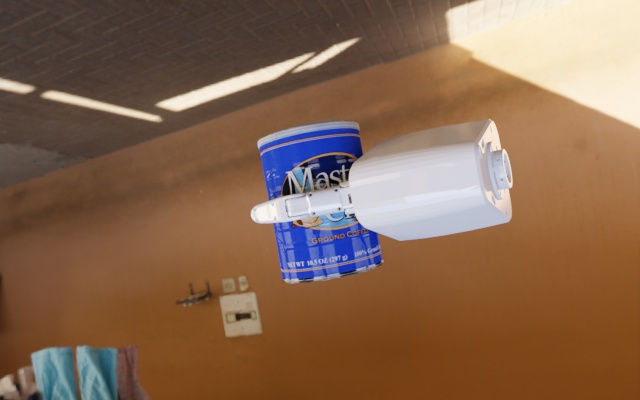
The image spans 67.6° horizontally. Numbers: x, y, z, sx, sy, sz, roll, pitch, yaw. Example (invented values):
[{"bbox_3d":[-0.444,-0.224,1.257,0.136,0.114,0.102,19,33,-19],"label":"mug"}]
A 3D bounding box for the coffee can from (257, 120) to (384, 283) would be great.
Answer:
[{"bbox_3d":[0.000,0.001,0.475,0.103,0.140,0.103,-10,-1,0],"label":"coffee can"}]
